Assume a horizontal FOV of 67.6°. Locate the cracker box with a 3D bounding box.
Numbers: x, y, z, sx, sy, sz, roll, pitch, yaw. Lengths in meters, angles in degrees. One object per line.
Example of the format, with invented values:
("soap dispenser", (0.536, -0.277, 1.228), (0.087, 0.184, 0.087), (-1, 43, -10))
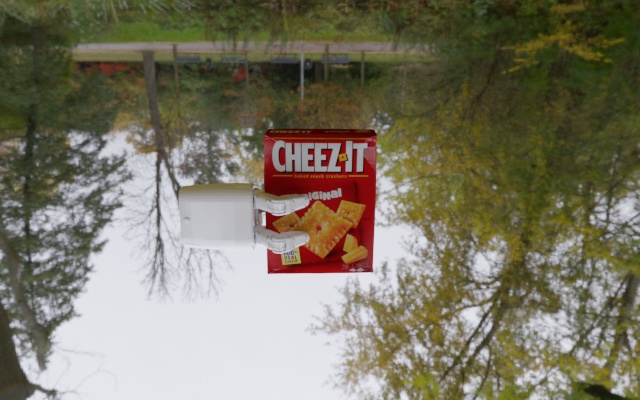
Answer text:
("cracker box", (0.000, 0.002, 0.719), (0.164, 0.214, 0.072), (0, 15, 0))
